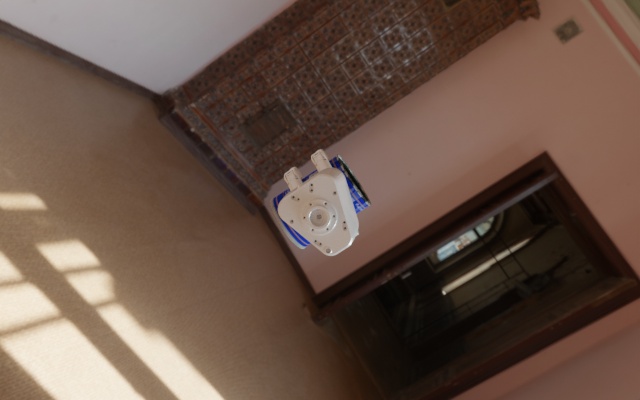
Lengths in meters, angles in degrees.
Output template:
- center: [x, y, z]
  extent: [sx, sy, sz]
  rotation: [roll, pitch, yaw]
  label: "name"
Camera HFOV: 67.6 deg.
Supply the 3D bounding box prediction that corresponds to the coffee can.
- center: [0.000, 0.003, 0.813]
  extent: [0.140, 0.103, 0.103]
  rotation: [-34, -6, 9]
  label: "coffee can"
